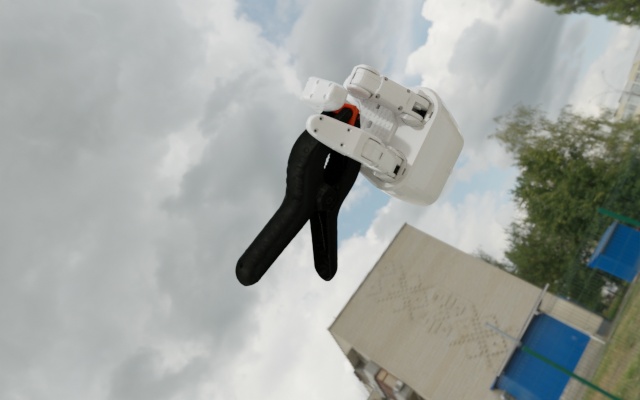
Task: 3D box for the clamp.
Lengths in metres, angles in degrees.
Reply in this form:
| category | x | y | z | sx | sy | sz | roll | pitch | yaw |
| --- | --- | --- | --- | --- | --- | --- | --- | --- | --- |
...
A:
| category | x | y | z | sx | sy | sz | roll | pitch | yaw |
| --- | --- | --- | --- | --- | --- | --- | --- | --- | --- |
| clamp | 0.000 | 0.001 | 0.423 | 0.039 | 0.171 | 0.120 | 28 | 3 | 32 |
